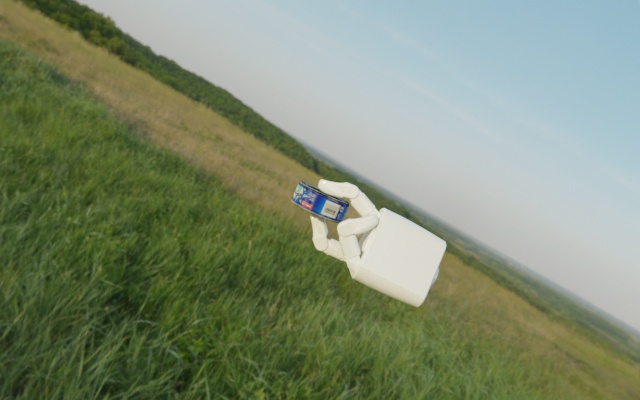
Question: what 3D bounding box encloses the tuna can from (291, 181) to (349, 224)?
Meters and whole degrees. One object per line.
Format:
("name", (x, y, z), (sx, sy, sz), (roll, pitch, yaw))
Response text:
("tuna can", (0.000, 0.002, 0.729), (0.086, 0.034, 0.086), (24, 5, -2))
